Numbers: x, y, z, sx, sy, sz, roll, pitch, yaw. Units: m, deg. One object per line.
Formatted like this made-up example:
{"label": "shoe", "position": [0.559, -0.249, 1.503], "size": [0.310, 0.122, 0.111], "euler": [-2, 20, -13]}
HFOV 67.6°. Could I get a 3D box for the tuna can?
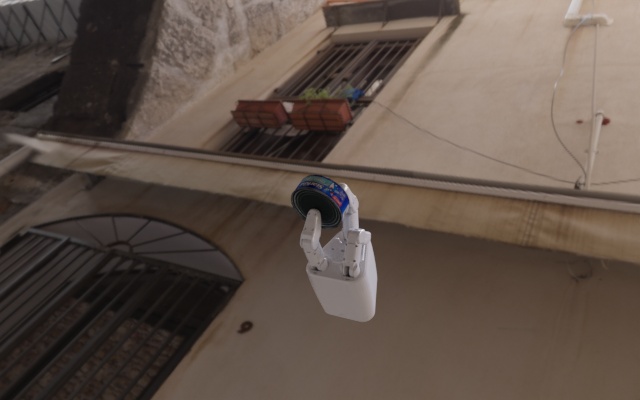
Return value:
{"label": "tuna can", "position": [0.000, 0.002, 0.721], "size": [0.086, 0.086, 0.033], "euler": [0, 43, 38]}
